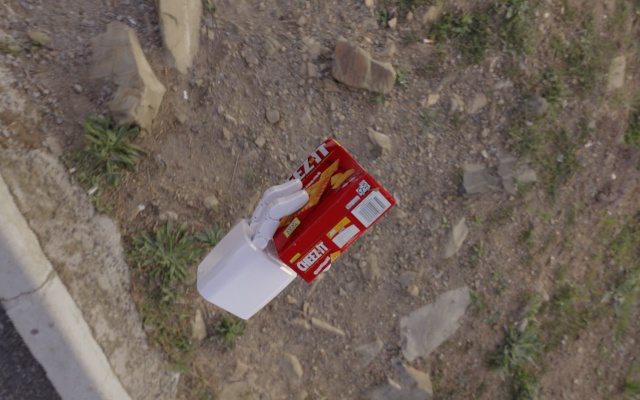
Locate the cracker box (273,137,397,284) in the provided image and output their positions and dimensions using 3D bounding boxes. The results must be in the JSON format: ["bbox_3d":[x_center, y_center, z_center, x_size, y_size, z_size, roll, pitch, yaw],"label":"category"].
[{"bbox_3d":[0.000,0.003,0.718,0.072,0.164,0.213,44,6,-23],"label":"cracker box"}]
